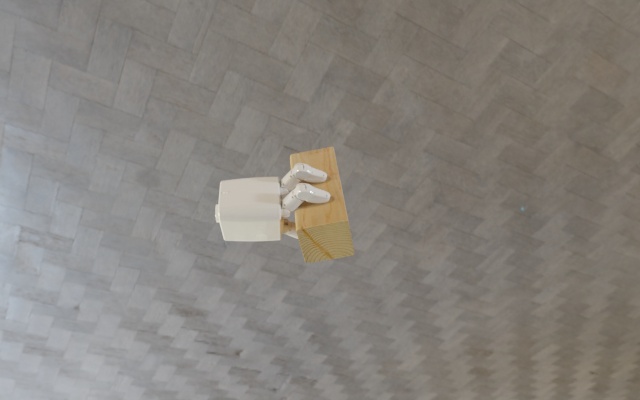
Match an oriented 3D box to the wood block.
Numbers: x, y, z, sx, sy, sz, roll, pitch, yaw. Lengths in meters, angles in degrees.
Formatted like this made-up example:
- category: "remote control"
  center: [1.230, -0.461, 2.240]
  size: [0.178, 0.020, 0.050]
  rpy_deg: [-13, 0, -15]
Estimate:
- category: "wood block"
  center: [0.000, 0.003, 0.882]
  size: [0.090, 0.091, 0.206]
  rpy_deg: [-11, 43, 2]
